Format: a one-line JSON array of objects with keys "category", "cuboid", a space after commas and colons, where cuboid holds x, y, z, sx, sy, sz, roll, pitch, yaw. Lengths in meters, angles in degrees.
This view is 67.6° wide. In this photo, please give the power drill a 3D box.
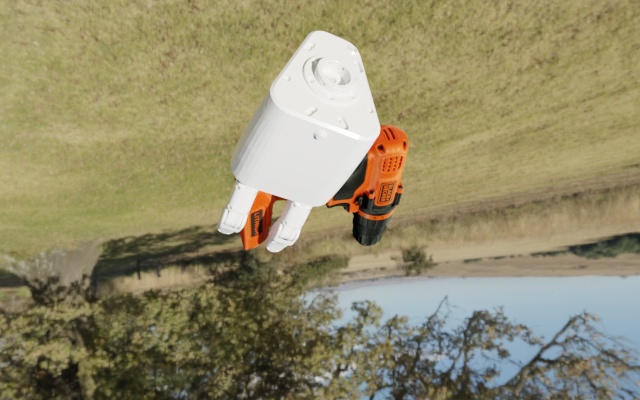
[{"category": "power drill", "cuboid": [0.000, 0.002, 0.542, 0.187, 0.057, 0.185, -11, -41, -14]}]
